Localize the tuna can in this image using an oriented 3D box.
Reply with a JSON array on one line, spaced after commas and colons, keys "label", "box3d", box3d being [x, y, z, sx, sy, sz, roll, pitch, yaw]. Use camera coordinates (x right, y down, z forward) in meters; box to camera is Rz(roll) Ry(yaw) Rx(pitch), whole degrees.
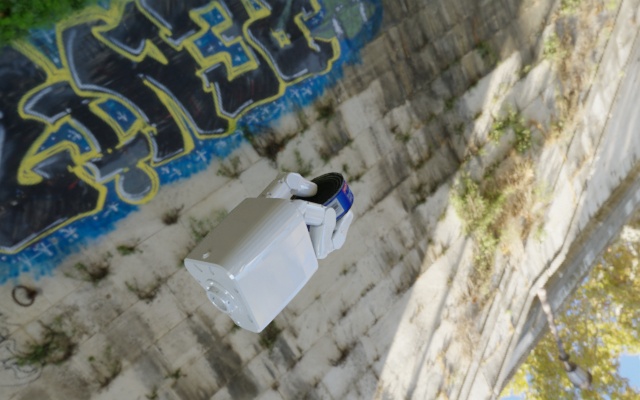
[{"label": "tuna can", "box3d": [0.000, 0.002, 0.629, 0.086, 0.034, 0.086, -26, 26, 14]}]
